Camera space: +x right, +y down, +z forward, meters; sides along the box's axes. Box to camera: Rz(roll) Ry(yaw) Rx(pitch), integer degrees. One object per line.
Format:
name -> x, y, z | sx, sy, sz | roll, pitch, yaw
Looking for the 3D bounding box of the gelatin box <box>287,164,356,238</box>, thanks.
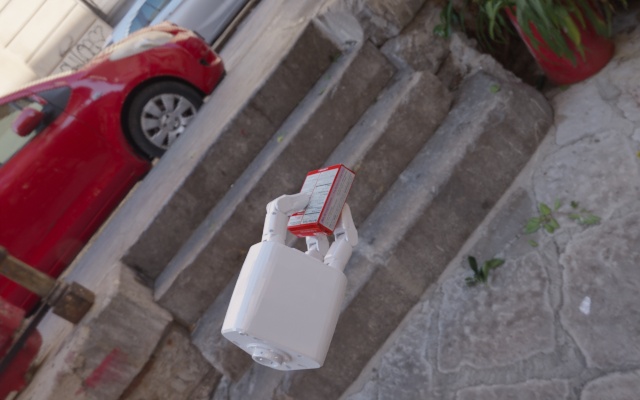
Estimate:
gelatin box -> 0.000, 0.001, 0.606 | 0.030, 0.089, 0.073 | 33, -24, -28
